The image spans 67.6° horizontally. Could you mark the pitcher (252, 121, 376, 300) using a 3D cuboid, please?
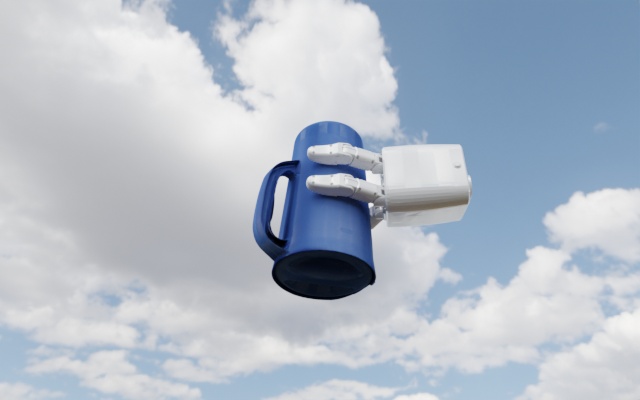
[{"bbox_3d":[0.000,0.002,0.667,0.145,0.242,0.149,-4,-37,8],"label":"pitcher"}]
